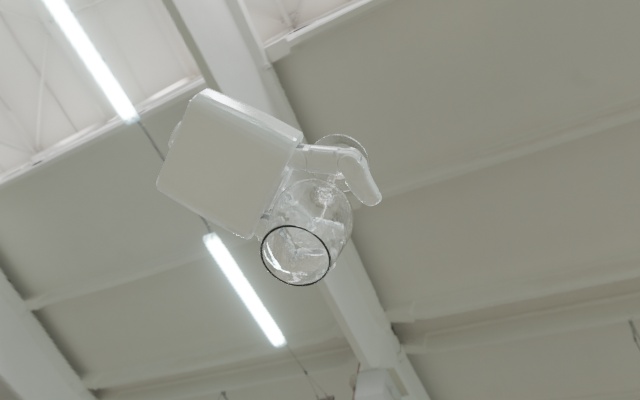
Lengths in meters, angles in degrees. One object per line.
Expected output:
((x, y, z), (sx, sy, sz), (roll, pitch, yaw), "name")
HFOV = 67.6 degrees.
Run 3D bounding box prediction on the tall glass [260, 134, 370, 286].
((0.000, 0.001, 0.484), (0.079, 0.079, 0.201), (0, 28, 14), "tall glass")
